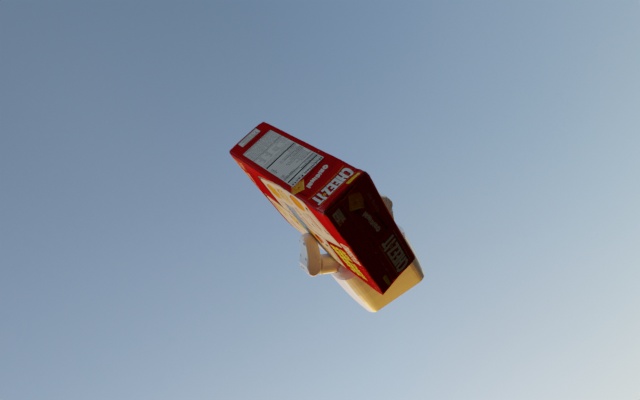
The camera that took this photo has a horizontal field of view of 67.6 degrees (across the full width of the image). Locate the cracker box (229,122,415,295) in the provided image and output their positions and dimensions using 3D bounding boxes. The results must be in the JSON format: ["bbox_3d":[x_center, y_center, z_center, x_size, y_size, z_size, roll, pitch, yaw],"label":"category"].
[{"bbox_3d":[0.000,0.002,0.594,0.213,0.072,0.164,32,-17,47],"label":"cracker box"}]
